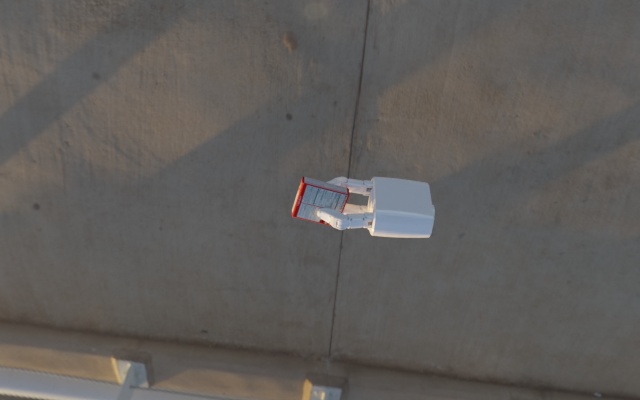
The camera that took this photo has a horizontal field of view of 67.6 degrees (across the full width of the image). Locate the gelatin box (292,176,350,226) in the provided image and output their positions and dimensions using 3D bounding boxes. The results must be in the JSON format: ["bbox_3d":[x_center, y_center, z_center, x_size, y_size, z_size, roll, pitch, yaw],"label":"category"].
[{"bbox_3d":[0.000,0.003,0.864,0.089,0.073,0.030,13,29,-11],"label":"gelatin box"}]
